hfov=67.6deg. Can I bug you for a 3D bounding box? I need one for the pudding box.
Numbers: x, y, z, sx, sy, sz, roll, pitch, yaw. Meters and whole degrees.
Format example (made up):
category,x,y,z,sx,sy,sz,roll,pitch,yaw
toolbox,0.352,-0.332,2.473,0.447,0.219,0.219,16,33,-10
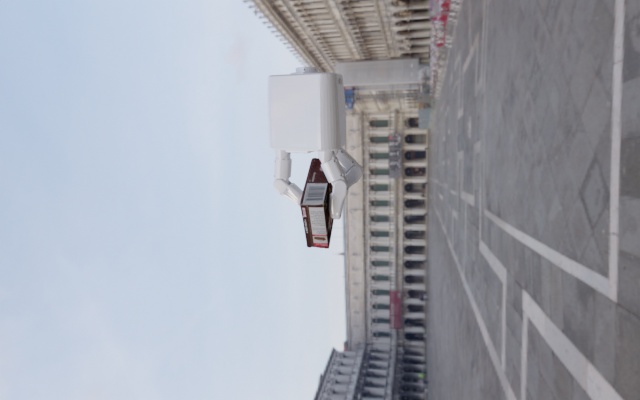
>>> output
category,x,y,z,sx,sy,sz,roll,pitch,yaw
pudding box,0.000,0.002,0.726,0.039,0.090,0.113,2,41,12
